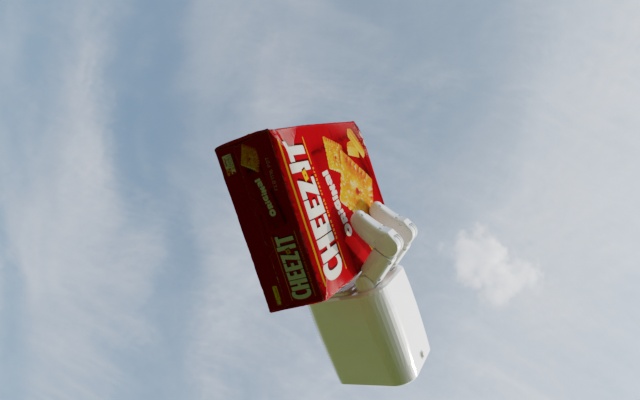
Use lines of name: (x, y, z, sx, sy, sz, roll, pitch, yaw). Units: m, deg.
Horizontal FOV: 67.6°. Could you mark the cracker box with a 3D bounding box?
cracker box: (0.000, 0.002, 0.519, 0.072, 0.164, 0.213, -18, 2, 27)
